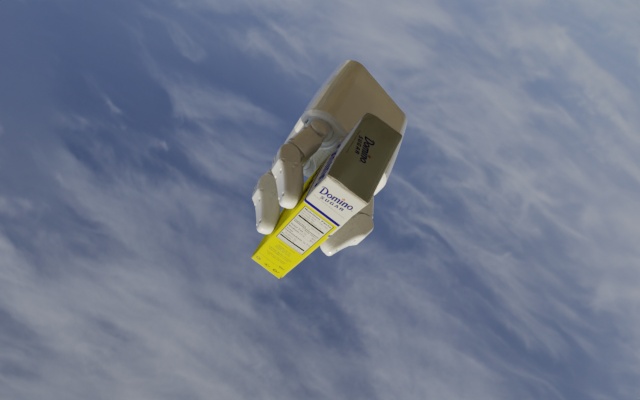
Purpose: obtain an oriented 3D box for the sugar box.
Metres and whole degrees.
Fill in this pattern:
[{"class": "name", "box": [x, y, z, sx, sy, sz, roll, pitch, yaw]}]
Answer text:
[{"class": "sugar box", "box": [0.000, 0.001, 0.453, 0.048, 0.093, 0.176, 35, -39, -4]}]
